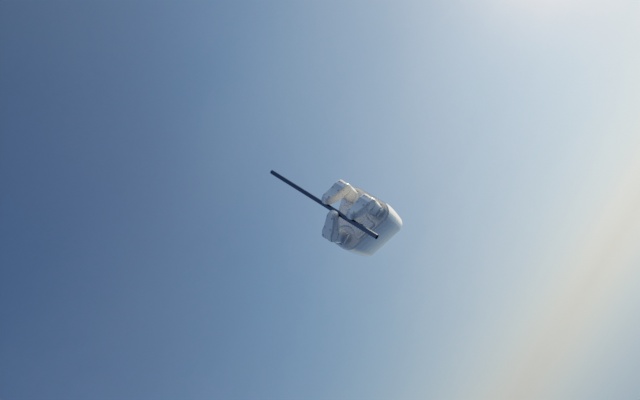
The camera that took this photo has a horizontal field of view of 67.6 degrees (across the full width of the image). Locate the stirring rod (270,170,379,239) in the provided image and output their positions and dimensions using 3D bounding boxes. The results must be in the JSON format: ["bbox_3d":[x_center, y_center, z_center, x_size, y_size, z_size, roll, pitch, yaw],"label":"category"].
[{"bbox_3d":[0.000,0.003,0.811,0.239,0.011,0.011,32,17,30],"label":"stirring rod"}]
